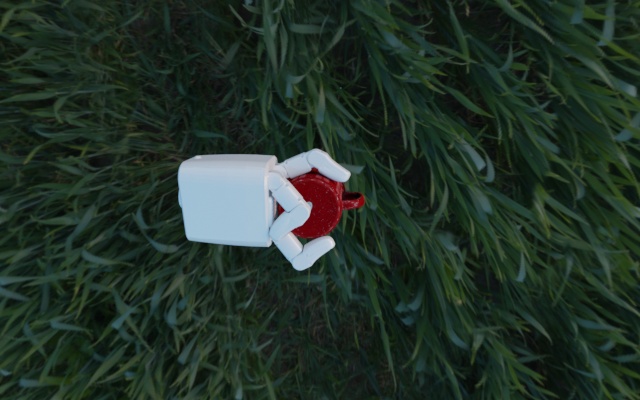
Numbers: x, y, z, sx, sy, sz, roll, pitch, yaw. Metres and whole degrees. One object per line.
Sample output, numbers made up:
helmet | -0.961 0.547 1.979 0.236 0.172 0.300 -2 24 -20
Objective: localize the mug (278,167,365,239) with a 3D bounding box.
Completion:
mug | 0.002 0.002 0.636 0.117 0.093 0.081 1 13 3
